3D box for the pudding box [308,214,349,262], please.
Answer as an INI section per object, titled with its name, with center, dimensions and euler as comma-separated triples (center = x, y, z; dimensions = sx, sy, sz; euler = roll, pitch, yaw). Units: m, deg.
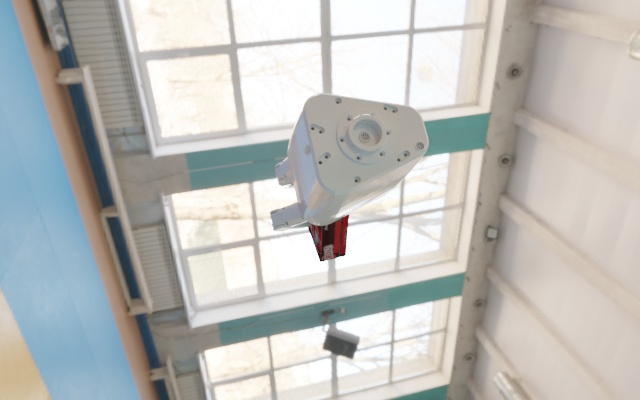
[pudding box]
center = 0.000, 0.002, 0.567
dimensions = 0.039, 0.113, 0.090
euler = -10, -41, -11
